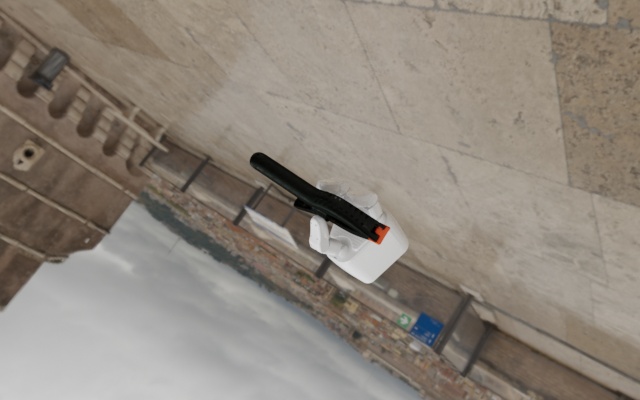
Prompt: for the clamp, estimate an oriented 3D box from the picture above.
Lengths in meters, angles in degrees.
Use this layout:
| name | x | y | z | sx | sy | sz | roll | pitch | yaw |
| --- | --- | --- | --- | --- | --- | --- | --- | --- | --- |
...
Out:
| name | x | y | z | sx | sy | sz | roll | pitch | yaw |
| --- | --- | --- | --- | --- | --- | --- | --- | --- | --- |
| clamp | 0.000 | 0.003 | 0.675 | 0.210 | 0.036 | 0.165 | 26 | -11 | 38 |
